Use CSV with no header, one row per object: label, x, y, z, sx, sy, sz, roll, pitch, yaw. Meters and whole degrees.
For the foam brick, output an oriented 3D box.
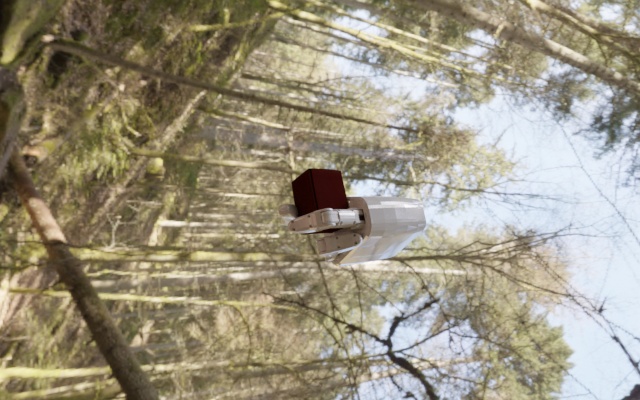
foam brick,0.000,0.002,0.639,0.051,0.078,0.053,-2,-16,-33
